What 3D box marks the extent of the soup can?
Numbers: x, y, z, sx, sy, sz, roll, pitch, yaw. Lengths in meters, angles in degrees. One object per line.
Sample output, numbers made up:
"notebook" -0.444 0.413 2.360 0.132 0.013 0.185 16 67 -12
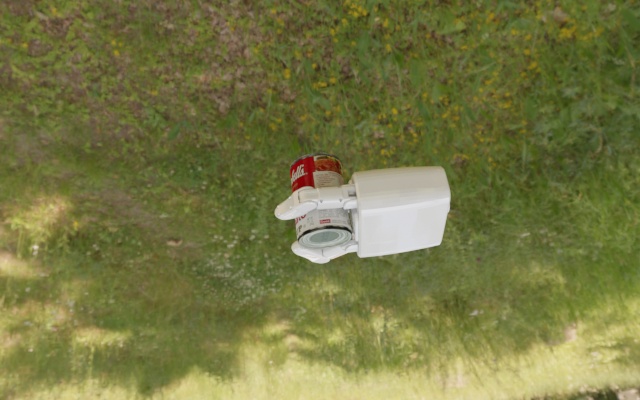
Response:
"soup can" 0.000 0.002 0.590 0.068 0.102 0.068 -6 -26 -3
